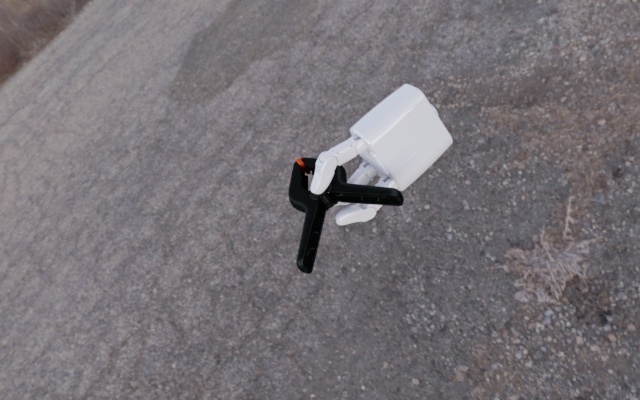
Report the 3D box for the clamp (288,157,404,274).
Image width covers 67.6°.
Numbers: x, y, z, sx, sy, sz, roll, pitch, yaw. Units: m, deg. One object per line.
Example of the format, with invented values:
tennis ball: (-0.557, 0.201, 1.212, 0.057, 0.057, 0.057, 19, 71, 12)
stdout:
clamp: (0.000, 0.001, 0.684, 0.036, 0.164, 0.210, 53, -6, -39)
